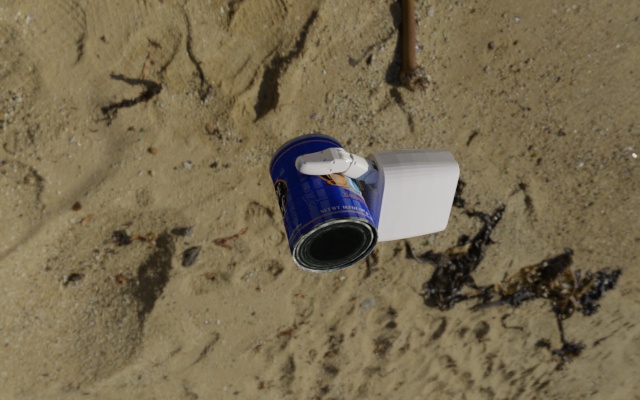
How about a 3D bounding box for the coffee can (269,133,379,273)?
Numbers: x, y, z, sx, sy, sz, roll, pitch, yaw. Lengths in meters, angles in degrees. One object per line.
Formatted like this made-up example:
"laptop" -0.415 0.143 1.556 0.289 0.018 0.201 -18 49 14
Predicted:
"coffee can" 0.000 0.002 0.584 0.103 0.140 0.103 -11 -39 -9
